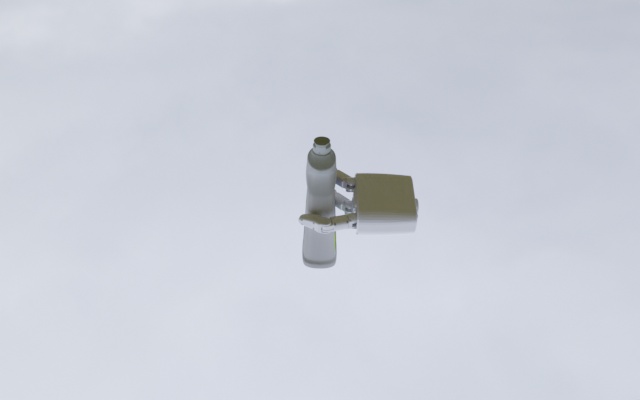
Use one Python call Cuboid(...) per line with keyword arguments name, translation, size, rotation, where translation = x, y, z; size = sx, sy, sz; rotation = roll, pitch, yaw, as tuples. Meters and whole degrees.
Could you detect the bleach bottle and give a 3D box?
Cuboid(name="bleach bottle", translation=(0.000, 0.003, 0.870), size=(0.068, 0.251, 0.102), rotation=(1, 39, -1))
